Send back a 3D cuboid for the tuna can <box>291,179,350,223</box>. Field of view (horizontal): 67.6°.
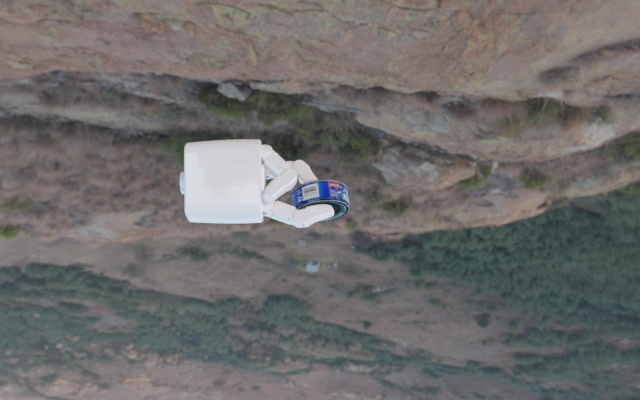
[{"bbox_3d":[0.000,0.003,0.714,0.086,0.033,0.086,-6,-24,-3],"label":"tuna can"}]
